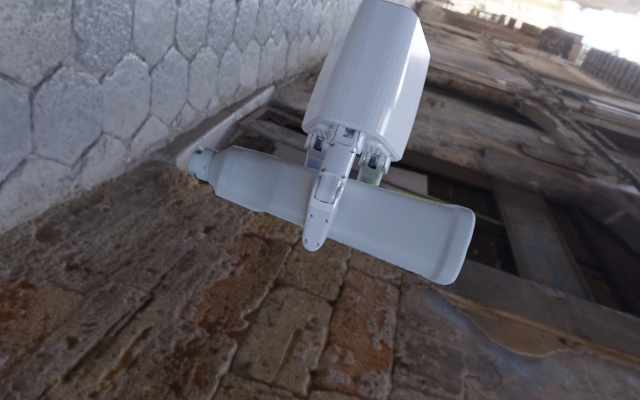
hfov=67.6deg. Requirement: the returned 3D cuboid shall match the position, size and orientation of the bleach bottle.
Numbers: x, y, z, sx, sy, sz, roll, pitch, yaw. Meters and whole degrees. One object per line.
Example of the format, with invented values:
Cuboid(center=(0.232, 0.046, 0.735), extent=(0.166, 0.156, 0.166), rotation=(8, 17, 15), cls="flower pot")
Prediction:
Cuboid(center=(0.000, 0.001, 0.430), extent=(0.251, 0.068, 0.102), rotation=(19, -2, 4), cls="bleach bottle")
